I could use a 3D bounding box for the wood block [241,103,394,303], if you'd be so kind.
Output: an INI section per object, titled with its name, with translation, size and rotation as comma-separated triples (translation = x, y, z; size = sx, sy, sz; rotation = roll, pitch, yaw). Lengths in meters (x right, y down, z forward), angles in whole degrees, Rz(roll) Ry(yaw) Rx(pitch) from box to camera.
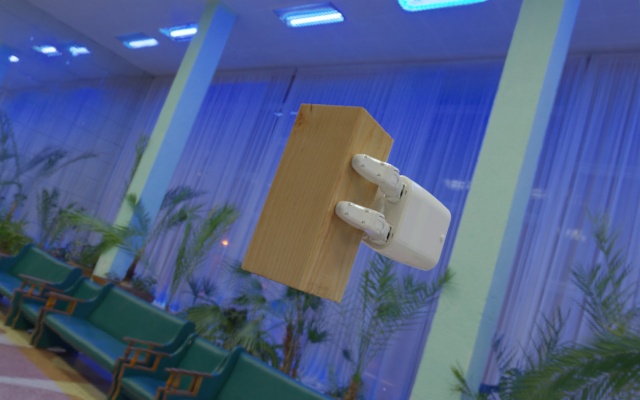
[wood block]
translation = 0.000, 0.002, 0.557
size = 0.091, 0.206, 0.090
rotation = 11, -12, 37
